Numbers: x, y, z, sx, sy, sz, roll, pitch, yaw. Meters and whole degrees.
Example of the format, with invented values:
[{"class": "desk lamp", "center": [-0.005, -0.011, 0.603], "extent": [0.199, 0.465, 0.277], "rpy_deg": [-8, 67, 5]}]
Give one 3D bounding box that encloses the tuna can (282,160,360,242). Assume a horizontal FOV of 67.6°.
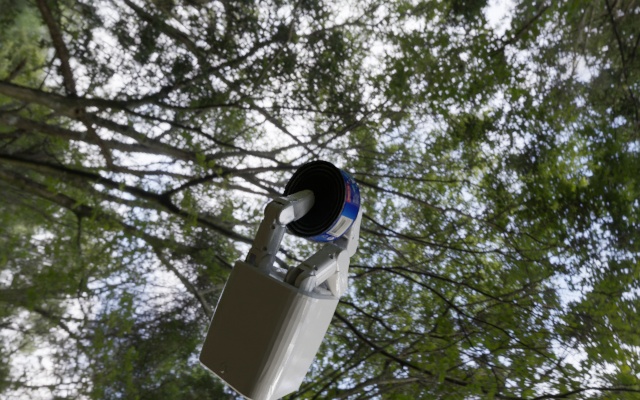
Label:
[{"class": "tuna can", "center": [0.000, 0.002, 0.518], "extent": [0.086, 0.086, 0.034], "rpy_deg": [0, -15, 38]}]
